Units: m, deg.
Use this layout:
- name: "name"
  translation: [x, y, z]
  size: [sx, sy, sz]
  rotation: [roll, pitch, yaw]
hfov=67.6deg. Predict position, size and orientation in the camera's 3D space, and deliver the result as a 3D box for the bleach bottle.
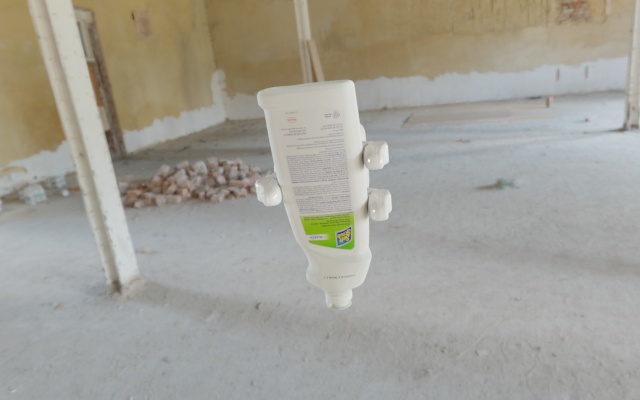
- name: "bleach bottle"
  translation: [0.000, 0.002, 0.521]
  size: [0.102, 0.251, 0.068]
  rotation: [-3, 17, 10]
